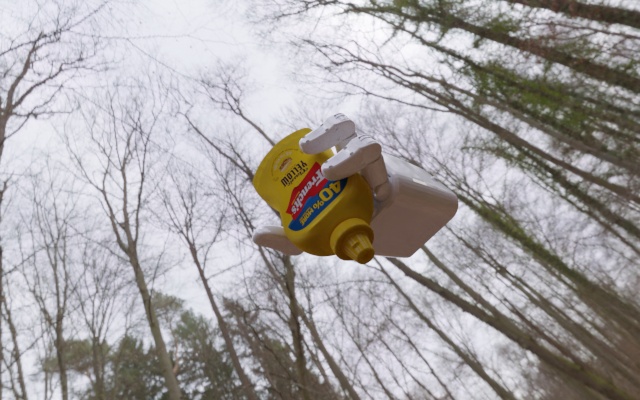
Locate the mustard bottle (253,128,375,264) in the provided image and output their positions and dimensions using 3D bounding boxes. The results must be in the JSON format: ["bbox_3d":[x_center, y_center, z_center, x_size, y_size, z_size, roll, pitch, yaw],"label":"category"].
[{"bbox_3d":[0.000,0.001,0.489,0.058,0.096,0.191,44,4,-41],"label":"mustard bottle"}]
